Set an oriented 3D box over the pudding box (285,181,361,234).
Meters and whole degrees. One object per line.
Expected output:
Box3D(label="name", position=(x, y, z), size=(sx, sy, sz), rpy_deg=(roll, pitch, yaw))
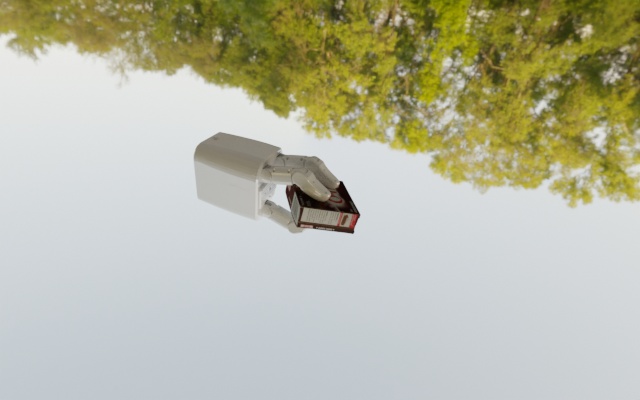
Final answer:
Box3D(label="pudding box", position=(0.000, 0.002, 0.708), size=(0.090, 0.039, 0.113), rpy_deg=(7, 28, -16))
